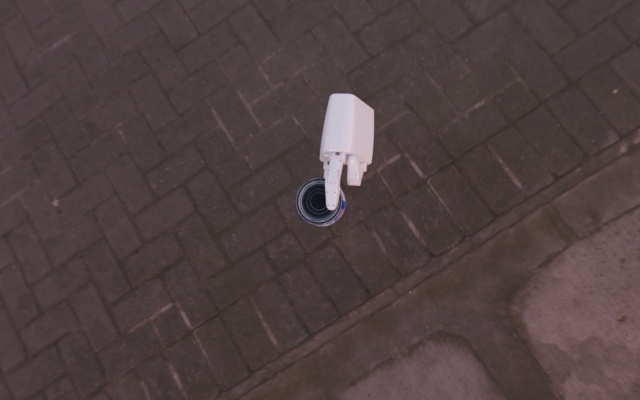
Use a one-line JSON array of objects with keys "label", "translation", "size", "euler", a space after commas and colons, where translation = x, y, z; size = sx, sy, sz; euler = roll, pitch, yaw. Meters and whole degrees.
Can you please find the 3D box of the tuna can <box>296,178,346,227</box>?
[{"label": "tuna can", "translation": [0.000, 0.003, 0.847], "size": [0.086, 0.086, 0.034], "euler": [0, -5, 11]}]
